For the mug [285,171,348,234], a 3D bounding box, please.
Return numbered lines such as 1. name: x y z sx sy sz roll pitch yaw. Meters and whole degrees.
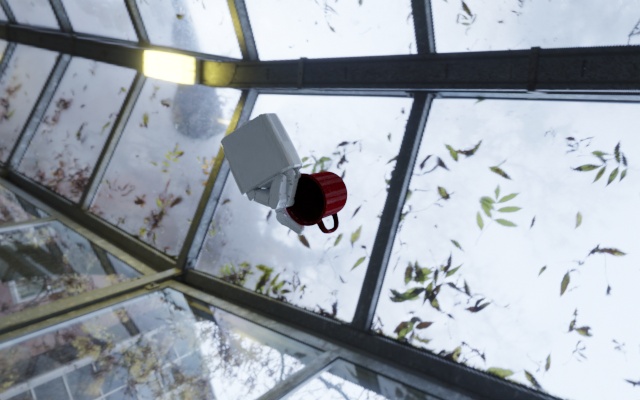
1. mug: 0.001 0.004 0.846 0.093 0.117 0.081 -30 -8 36
